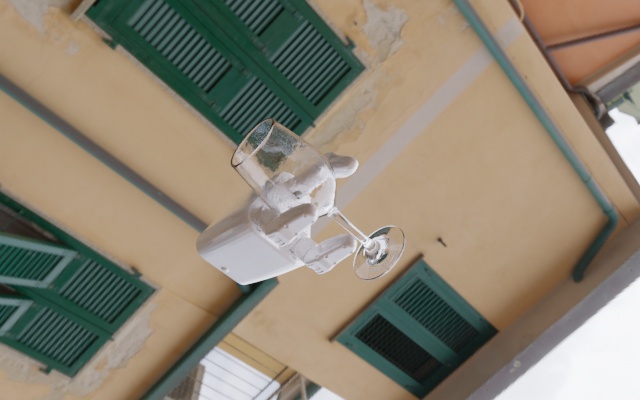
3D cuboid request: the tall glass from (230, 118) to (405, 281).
[{"bbox_3d":[0.001,0.002,0.508,0.201,0.079,0.079,41,-21,-26],"label":"tall glass"}]
